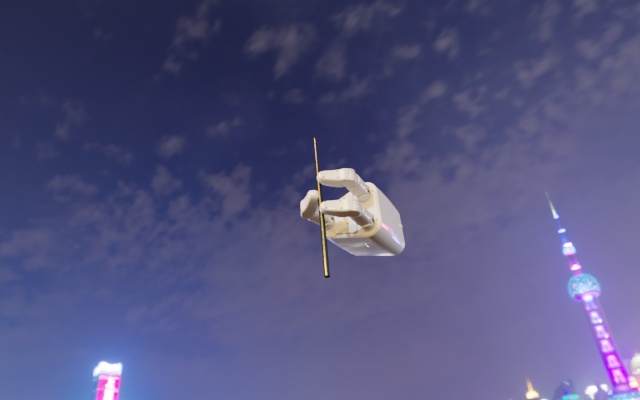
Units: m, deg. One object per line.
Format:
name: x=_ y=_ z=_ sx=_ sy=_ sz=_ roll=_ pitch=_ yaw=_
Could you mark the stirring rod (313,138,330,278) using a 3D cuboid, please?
stirring rod: x=0.000 y=0.002 z=0.715 sx=0.011 sy=0.239 sz=0.011 roll=-4 pitch=-32 yaw=-2
